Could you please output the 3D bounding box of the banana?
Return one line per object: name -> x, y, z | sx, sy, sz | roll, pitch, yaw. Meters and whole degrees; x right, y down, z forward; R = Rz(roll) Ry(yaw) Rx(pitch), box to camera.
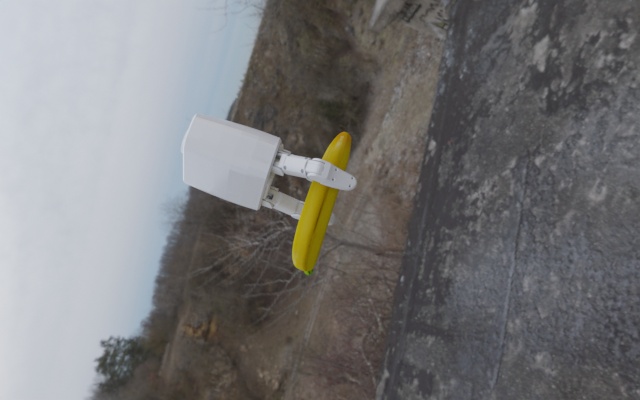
banana -> -0.002, 0.008, 0.601 | 0.037, 0.198, 0.069 | 17, 10, 1
